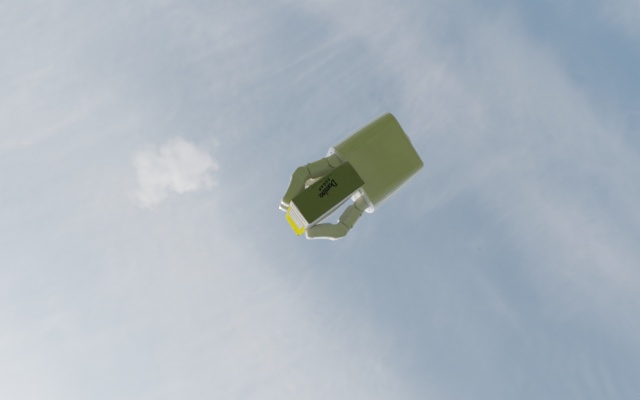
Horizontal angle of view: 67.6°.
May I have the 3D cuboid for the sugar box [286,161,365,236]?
[{"bbox_3d":[0.000,0.002,0.684,0.093,0.048,0.176,-36,-6,-11],"label":"sugar box"}]
